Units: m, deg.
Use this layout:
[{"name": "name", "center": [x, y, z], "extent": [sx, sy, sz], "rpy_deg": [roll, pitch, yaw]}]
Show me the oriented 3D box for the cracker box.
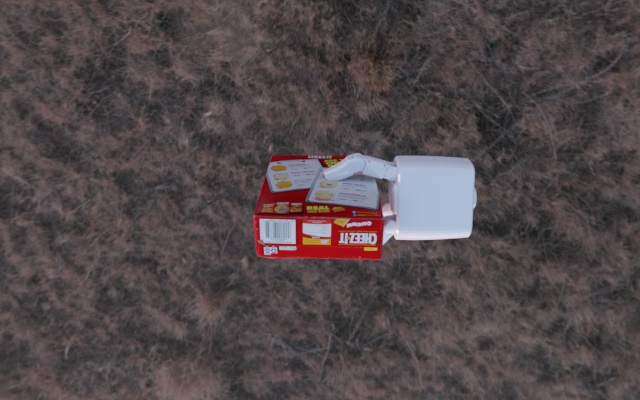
[{"name": "cracker box", "center": [0.000, 0.002, 0.690], "extent": [0.164, 0.072, 0.213], "rpy_deg": [1, 26, 1]}]
